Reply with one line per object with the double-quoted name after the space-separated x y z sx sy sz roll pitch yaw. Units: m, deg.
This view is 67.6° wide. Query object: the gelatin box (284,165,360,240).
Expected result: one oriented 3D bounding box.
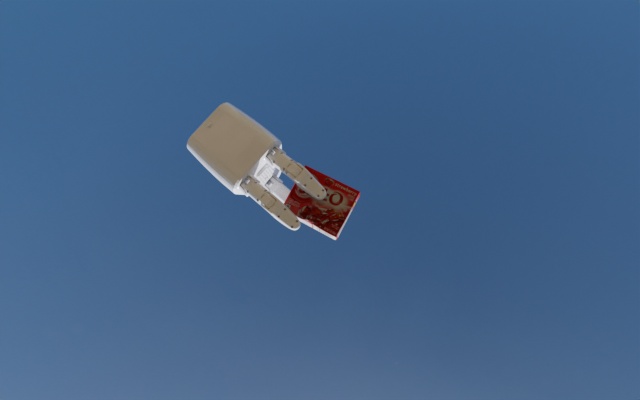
0.000 0.002 0.671 0.089 0.073 0.030 27 -11 8 "gelatin box"
